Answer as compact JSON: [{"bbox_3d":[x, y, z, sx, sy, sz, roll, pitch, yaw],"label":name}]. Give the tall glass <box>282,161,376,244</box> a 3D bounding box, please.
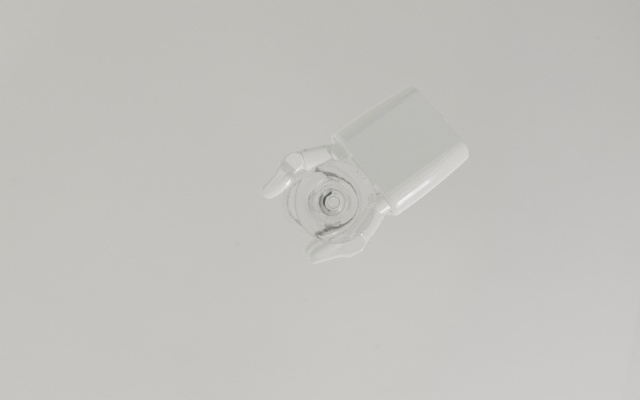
[{"bbox_3d":[0.000,0.002,0.522,0.079,0.079,0.201,0,0,-8],"label":"tall glass"}]
